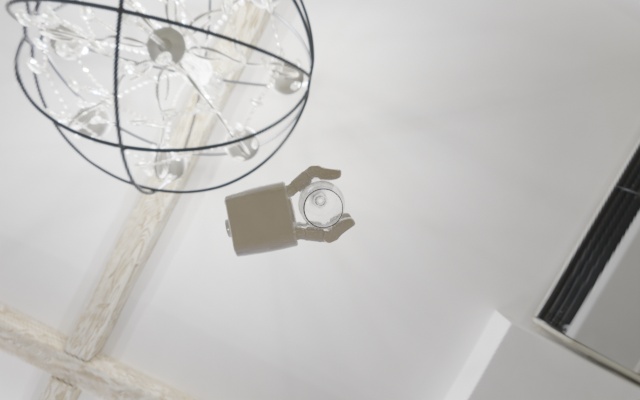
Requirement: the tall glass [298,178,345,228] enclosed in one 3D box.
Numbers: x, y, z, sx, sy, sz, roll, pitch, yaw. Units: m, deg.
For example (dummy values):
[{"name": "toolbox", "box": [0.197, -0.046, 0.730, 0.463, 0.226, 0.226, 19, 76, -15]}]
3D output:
[{"name": "tall glass", "box": [0.000, 0.003, 0.830, 0.079, 0.079, 0.201, 0, 5, -3]}]
